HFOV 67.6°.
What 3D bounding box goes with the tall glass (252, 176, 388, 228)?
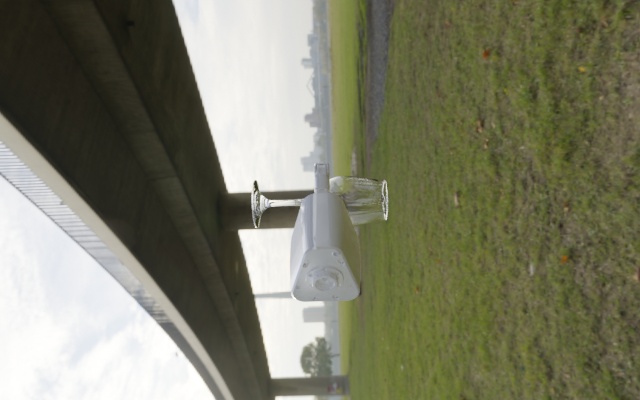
[{"bbox_3d":[-0.001,0.002,0.732,0.201,0.079,0.079,-2,0,1],"label":"tall glass"}]
